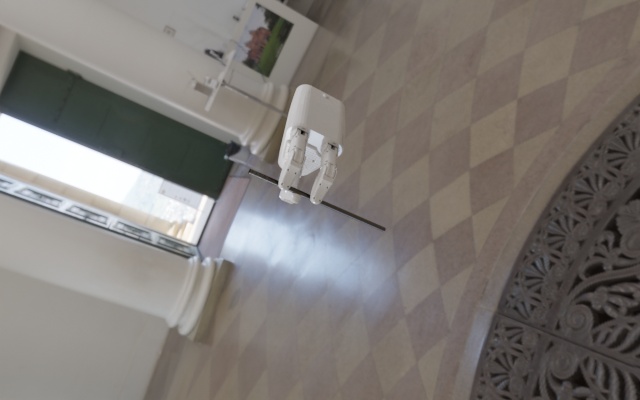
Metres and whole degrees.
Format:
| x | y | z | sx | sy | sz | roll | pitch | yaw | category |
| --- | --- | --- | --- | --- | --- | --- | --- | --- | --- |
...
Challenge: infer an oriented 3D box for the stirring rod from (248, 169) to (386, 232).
| x | y | z | sx | sy | sz | roll | pitch | yaw | category |
| --- | --- | --- | --- | --- | --- | --- | --- | --- | --- |
| 0.000 | 0.002 | 0.736 | 0.239 | 0.011 | 0.011 | 24 | -9 | -20 | stirring rod |
